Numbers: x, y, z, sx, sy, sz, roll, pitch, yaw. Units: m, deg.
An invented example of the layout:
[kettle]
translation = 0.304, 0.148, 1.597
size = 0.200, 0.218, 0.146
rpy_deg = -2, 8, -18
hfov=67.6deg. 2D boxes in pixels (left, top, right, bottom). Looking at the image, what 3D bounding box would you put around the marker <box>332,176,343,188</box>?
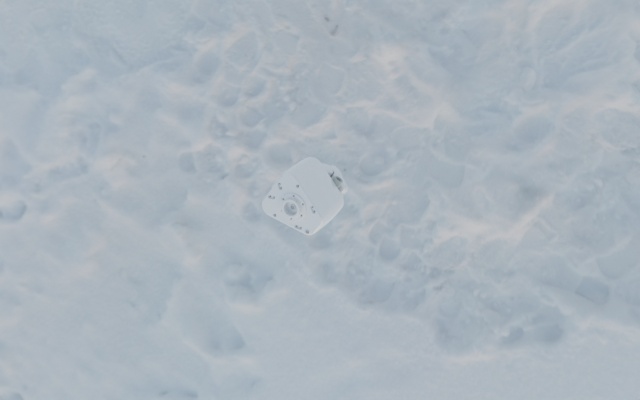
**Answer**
[marker]
translation = 0.000, 0.003, 0.894
size = 0.020, 0.020, 0.121
rpy_deg = 0, -44, -50
